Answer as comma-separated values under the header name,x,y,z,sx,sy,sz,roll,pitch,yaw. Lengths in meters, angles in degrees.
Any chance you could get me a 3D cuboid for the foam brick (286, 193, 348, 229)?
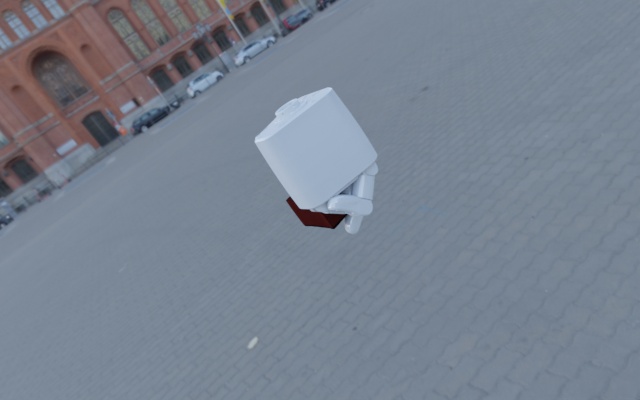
name,x,y,z,sx,sy,sz,roll,pitch,yaw
foam brick,0.000,0.002,0.664,0.053,0.051,0.078,-47,24,-24
